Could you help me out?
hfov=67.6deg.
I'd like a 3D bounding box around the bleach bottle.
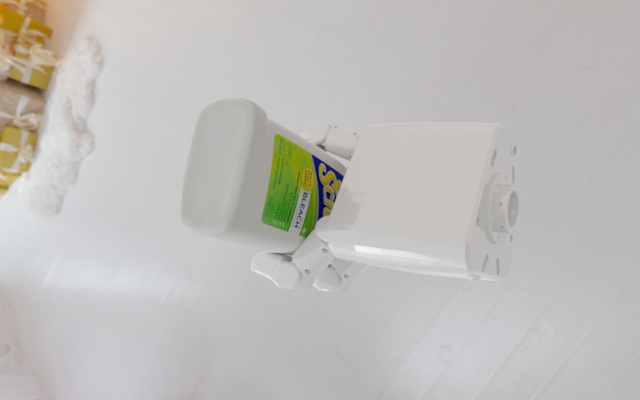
[{"bbox_3d":[0.000,0.001,0.426,0.068,0.102,0.251,5,-8,38],"label":"bleach bottle"}]
